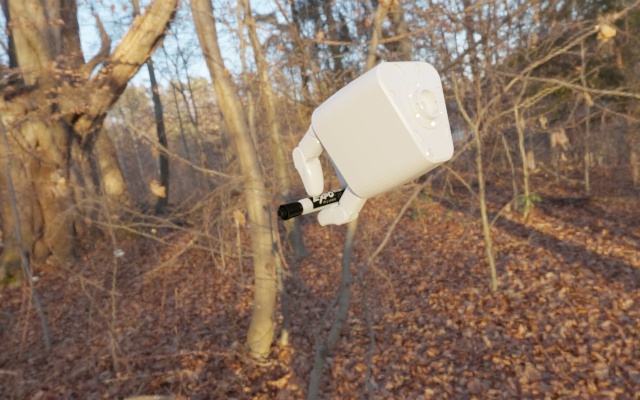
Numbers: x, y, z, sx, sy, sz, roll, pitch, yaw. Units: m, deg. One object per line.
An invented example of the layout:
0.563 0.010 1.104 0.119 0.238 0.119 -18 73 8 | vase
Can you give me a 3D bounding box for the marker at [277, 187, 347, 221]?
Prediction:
0.000 0.002 0.565 0.121 0.020 0.020 -16 10 -39 | marker
